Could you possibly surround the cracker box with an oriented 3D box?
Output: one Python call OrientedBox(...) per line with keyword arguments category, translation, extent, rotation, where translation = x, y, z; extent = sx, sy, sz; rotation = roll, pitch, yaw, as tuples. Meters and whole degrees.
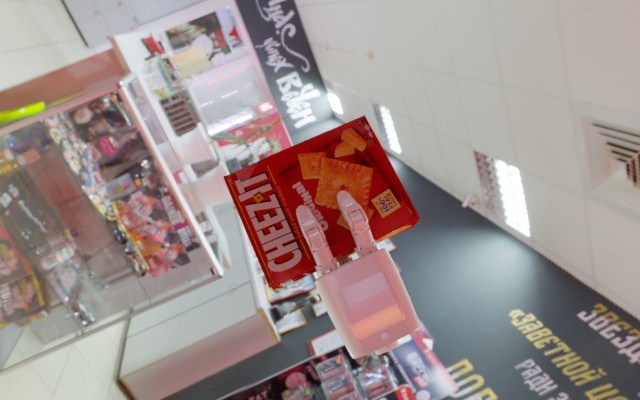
OrientedBox(category="cracker box", translation=(0.000, 0.002, 0.646), extent=(0.213, 0.164, 0.072), rotation=(-24, -13, -5))
